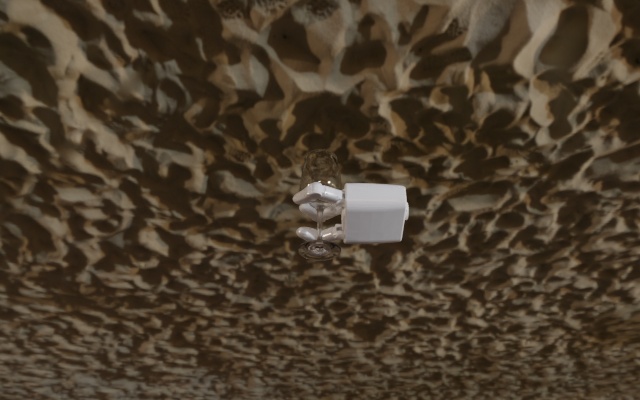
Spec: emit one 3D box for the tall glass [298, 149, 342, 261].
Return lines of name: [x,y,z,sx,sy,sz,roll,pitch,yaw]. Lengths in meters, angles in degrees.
tall glass: [0.000,0.003,0.870,0.079,0.201,0.079,0,-33,0]
